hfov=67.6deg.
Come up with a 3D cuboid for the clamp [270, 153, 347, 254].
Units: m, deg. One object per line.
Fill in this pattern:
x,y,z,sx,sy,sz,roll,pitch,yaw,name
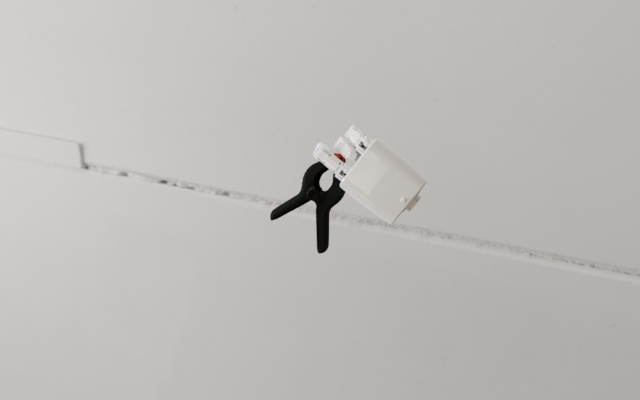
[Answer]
0.000,0.002,0.816,0.120,0.171,0.039,40,18,9,clamp
